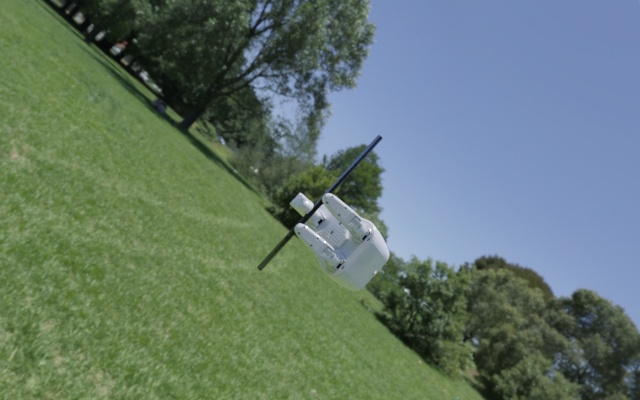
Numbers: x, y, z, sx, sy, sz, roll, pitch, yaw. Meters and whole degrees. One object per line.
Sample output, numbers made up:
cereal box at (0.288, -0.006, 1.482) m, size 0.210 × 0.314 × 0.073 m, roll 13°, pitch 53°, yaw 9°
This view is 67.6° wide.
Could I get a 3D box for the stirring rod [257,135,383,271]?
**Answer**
stirring rod at (0.000, 0.002, 0.638) m, size 0.011 × 0.239 × 0.011 m, roll 42°, pitch -4°, yaw 4°
